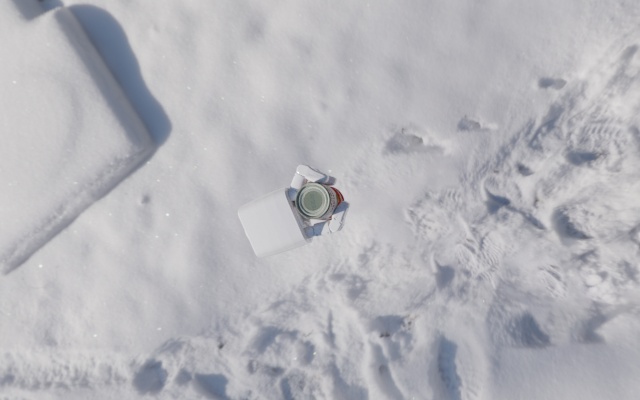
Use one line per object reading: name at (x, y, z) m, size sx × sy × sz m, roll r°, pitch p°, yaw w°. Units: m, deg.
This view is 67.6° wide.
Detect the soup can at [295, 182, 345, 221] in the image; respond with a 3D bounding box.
soup can at (0.001, 0.003, 0.889) m, size 0.068 × 0.068 × 0.102 m, roll 0°, pitch -3°, yaw 17°
